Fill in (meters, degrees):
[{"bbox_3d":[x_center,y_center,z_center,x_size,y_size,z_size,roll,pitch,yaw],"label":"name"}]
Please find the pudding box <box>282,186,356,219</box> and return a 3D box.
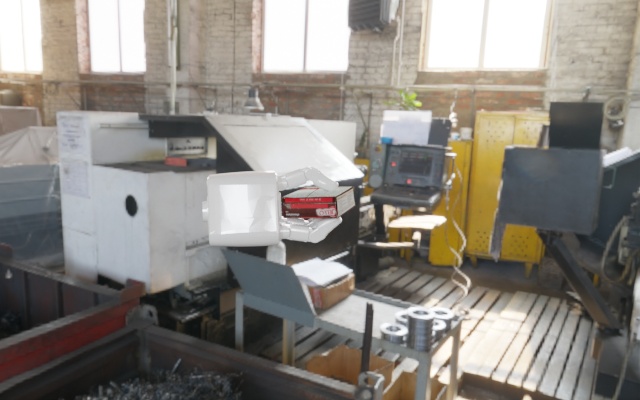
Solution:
[{"bbox_3d":[0.000,0.002,0.769,0.090,0.039,0.113,1,11,19],"label":"pudding box"}]
